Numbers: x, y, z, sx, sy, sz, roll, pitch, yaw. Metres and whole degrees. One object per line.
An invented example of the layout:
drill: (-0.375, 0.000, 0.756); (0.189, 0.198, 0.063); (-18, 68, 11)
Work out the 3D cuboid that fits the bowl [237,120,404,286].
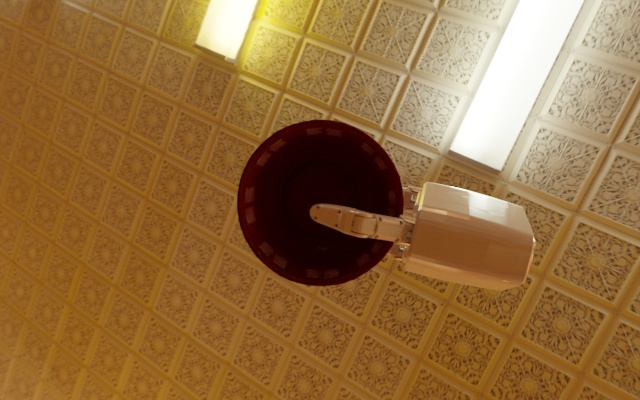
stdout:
bowl: (-0.001, 0.001, 0.485); (0.162, 0.162, 0.055); (0, 5, 1)
